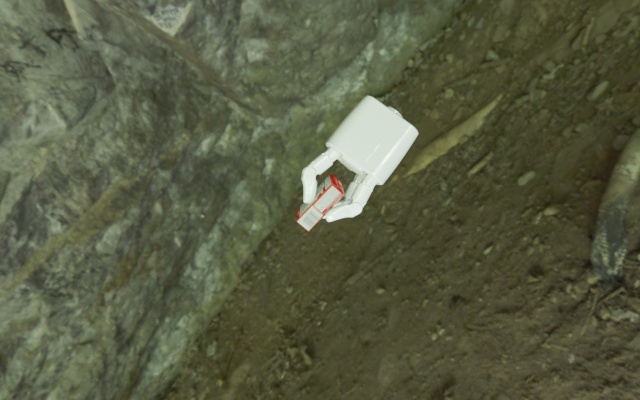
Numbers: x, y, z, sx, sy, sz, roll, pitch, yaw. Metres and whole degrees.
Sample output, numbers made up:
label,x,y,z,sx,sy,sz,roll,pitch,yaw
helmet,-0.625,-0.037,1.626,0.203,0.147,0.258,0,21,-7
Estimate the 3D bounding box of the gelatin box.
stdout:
label,x,y,z,sx,sy,sz,roll,pitch,yaw
gelatin box,0.000,0.003,0.800,0.030,0.089,0.073,42,10,-11
